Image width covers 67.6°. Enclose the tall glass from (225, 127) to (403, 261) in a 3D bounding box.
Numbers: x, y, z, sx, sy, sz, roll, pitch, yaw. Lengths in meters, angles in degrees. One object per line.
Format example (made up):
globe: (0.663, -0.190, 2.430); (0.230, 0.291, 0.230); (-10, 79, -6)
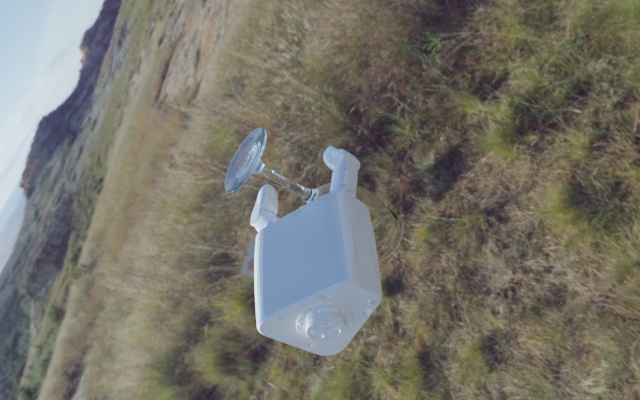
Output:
tall glass: (0.000, 0.001, 0.527); (0.201, 0.079, 0.079); (29, -15, -28)
